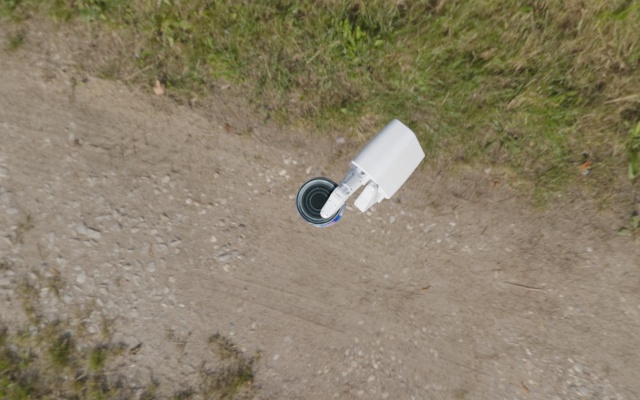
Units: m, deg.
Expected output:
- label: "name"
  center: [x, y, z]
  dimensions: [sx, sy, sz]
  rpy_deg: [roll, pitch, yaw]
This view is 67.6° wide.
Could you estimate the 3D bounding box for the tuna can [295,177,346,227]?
- label: "tuna can"
  center: [0.000, 0.003, 0.828]
  dimensions: [0.086, 0.086, 0.034]
  rpy_deg: [0, -6, 11]
